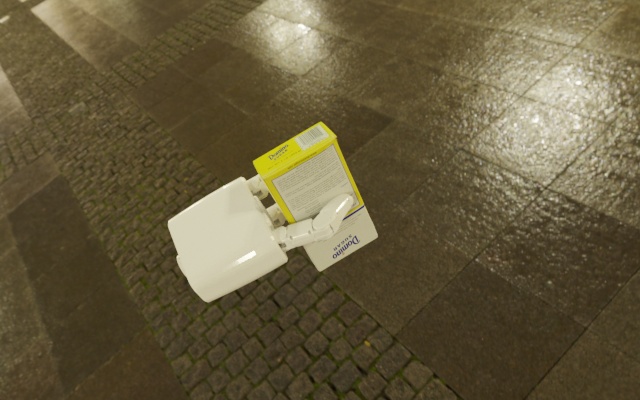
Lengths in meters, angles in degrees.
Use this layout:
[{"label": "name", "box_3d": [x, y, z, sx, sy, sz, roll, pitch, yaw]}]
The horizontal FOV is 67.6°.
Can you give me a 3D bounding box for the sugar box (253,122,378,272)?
[{"label": "sugar box", "box_3d": [0.000, 0.002, 0.577, 0.093, 0.176, 0.048, -30, 44, -4]}]
